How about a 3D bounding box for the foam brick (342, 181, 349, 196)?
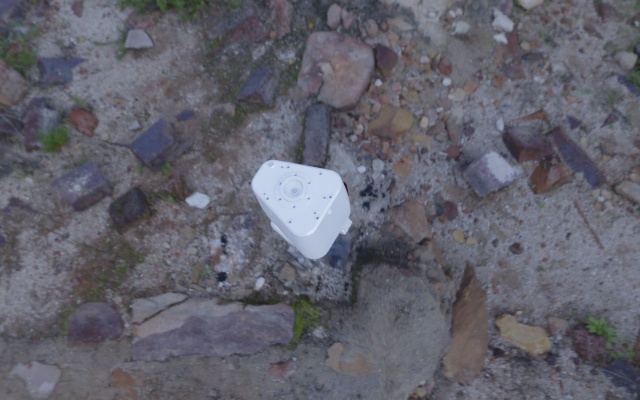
[{"bbox_3d":[0.000,0.002,0.709,0.053,0.078,0.051,28,-14,16],"label":"foam brick"}]
